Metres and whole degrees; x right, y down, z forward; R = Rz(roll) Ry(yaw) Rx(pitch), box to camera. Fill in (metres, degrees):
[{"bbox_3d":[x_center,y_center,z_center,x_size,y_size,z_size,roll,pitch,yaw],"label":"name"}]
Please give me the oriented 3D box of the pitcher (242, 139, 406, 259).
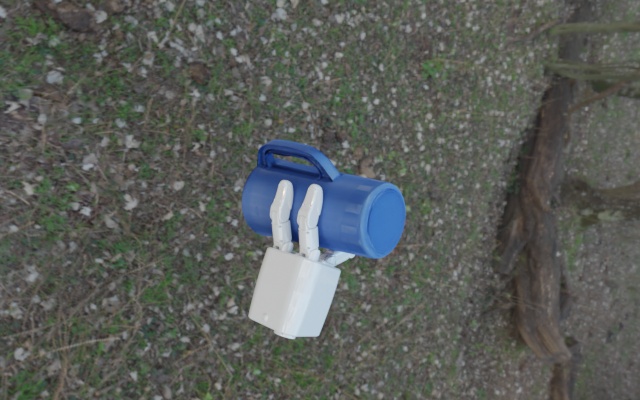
[{"bbox_3d":[0.000,0.003,0.728,0.243,0.145,0.149,11,-10,41],"label":"pitcher"}]
